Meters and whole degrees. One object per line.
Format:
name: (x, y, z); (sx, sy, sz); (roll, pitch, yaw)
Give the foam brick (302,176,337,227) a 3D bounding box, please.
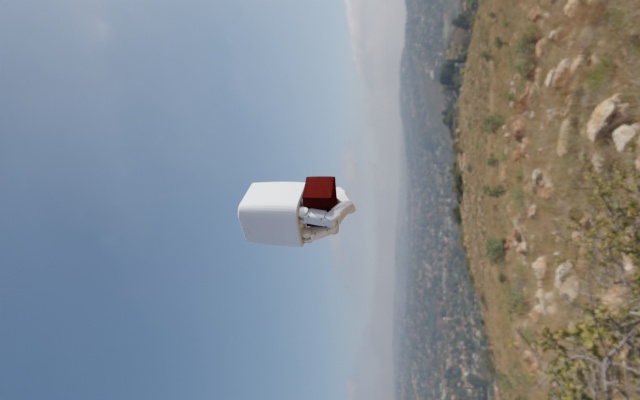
foam brick: (0.000, 0.002, 0.829); (0.051, 0.053, 0.078); (3, -43, 9)
